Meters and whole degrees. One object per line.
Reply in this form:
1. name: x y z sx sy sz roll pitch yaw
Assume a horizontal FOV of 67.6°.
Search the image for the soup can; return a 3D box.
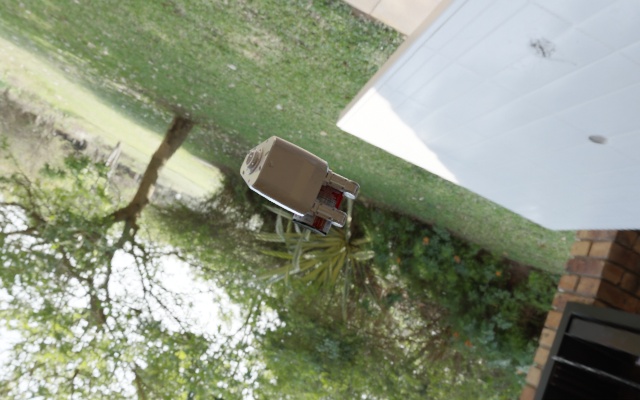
1. soup can: 0.000 0.003 0.838 0.068 0.102 0.068 23 -8 3
